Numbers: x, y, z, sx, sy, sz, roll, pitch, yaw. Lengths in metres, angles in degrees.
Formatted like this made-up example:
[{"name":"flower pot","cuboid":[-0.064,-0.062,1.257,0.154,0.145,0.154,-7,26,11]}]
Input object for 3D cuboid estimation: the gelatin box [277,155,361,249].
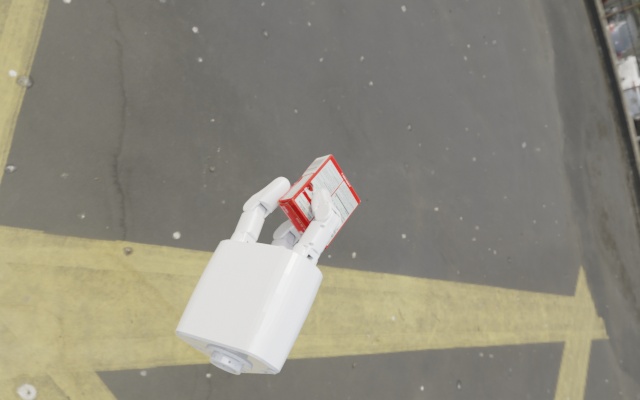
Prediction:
[{"name":"gelatin box","cuboid":[0.001,0.002,0.559,0.030,0.073,0.089,-9,33,46]}]
